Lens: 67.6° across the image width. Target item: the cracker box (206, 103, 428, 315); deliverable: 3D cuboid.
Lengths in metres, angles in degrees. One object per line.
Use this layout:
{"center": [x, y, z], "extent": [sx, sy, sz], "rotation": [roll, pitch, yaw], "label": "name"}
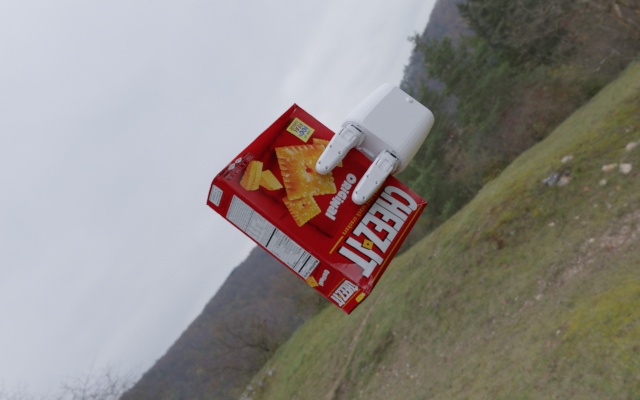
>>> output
{"center": [0.000, 0.002, 0.574], "extent": [0.213, 0.164, 0.072], "rotation": [37, -37, 5], "label": "cracker box"}
